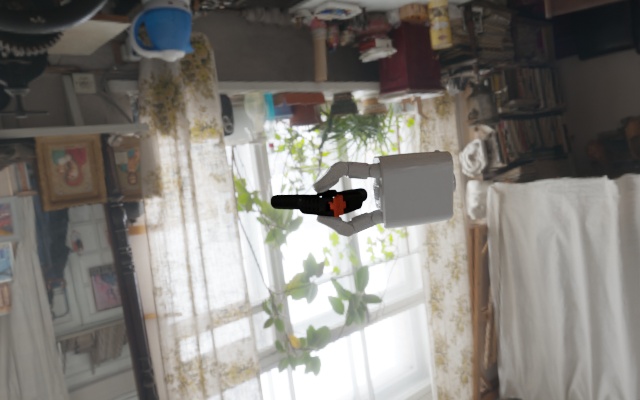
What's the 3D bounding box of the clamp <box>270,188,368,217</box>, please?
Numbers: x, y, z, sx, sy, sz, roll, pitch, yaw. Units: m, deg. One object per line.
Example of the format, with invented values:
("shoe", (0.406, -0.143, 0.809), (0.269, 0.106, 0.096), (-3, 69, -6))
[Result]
("clamp", (0.000, 0.003, 0.720), (0.164, 0.036, 0.210), (-5, 4, -1))
